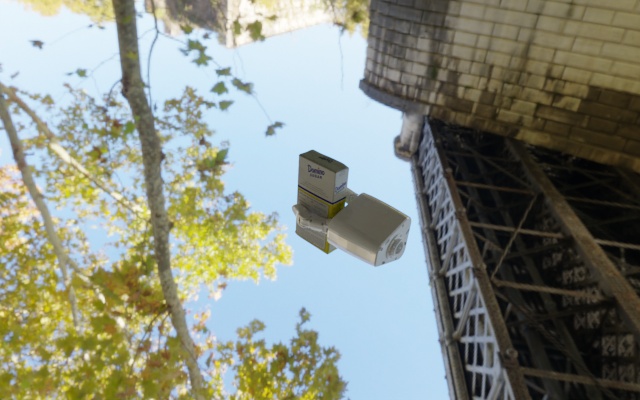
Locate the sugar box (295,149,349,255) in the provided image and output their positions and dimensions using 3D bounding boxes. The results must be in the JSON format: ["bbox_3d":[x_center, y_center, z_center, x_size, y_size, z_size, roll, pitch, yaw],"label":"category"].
[{"bbox_3d":[0.001,0.003,0.889,0.093,0.176,0.048,29,37,33],"label":"sugar box"}]
